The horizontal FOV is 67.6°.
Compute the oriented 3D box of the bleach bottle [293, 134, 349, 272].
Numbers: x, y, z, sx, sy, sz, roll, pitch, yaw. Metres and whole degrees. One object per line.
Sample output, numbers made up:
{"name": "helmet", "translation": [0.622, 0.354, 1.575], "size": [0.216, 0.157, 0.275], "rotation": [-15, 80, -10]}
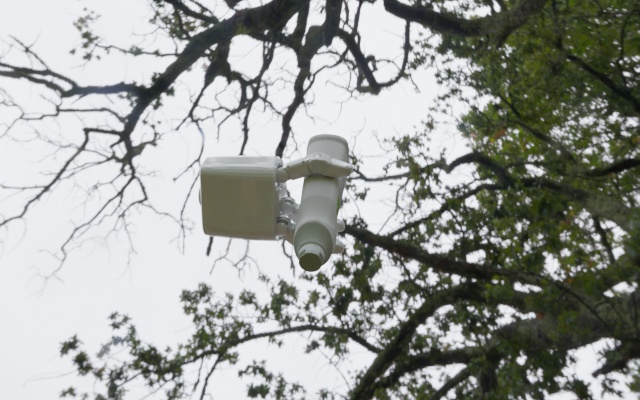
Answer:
{"name": "bleach bottle", "translation": [0.000, 0.002, 0.662], "size": [0.068, 0.103, 0.250], "rotation": [3, 31, 4]}
